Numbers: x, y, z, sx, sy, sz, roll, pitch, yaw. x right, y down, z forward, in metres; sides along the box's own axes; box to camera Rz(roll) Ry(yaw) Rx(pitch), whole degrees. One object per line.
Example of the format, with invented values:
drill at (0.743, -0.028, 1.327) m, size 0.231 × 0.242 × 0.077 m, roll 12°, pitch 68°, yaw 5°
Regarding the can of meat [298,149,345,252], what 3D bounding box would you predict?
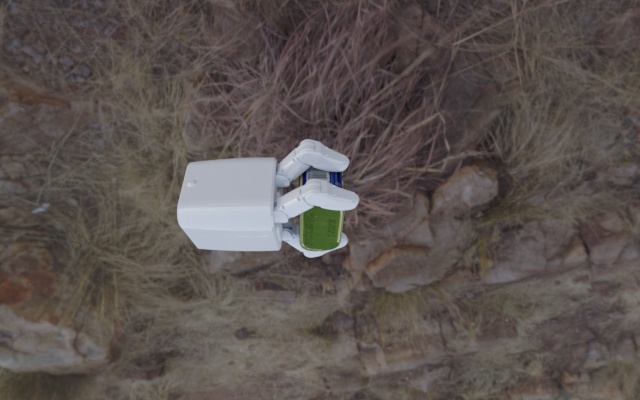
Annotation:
can of meat at (0.000, 0.002, 0.588) m, size 0.057 × 0.083 × 0.102 m, roll 1°, pitch -40°, yaw -1°
